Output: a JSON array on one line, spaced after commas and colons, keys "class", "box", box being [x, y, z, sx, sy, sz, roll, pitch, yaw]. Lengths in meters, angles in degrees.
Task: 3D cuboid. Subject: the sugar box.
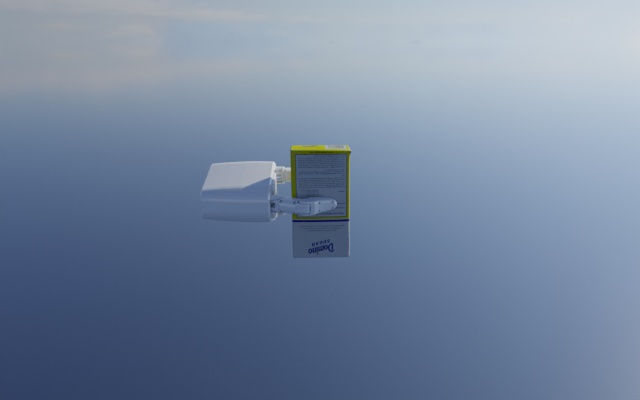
[{"class": "sugar box", "box": [0.000, 0.002, 0.757, 0.093, 0.176, 0.048, 0, 19, -1]}]
